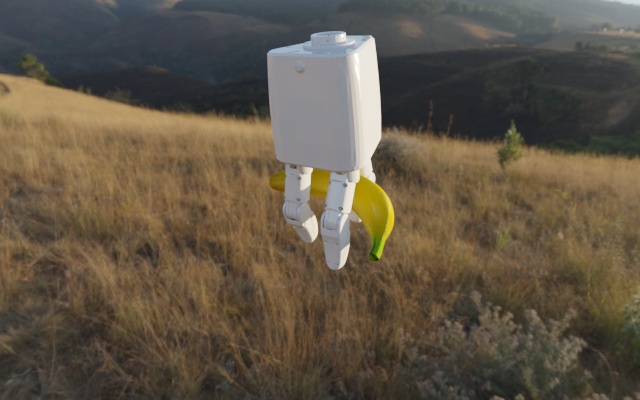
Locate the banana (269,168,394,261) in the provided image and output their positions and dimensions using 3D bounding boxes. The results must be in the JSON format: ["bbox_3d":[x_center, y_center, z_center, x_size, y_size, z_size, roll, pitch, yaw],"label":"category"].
[{"bbox_3d":[0.017,-0.007,0.522,0.069,0.037,0.197,-34,39,-20],"label":"banana"}]
